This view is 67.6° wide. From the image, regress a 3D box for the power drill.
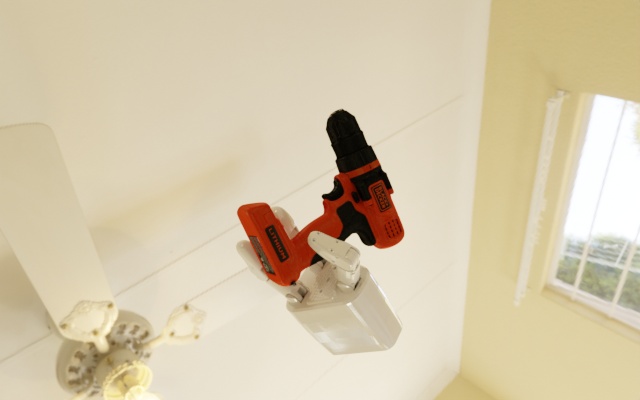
[{"bbox_3d":[0.000,0.002,0.571,0.187,0.184,0.057,-27,7,-22],"label":"power drill"}]
